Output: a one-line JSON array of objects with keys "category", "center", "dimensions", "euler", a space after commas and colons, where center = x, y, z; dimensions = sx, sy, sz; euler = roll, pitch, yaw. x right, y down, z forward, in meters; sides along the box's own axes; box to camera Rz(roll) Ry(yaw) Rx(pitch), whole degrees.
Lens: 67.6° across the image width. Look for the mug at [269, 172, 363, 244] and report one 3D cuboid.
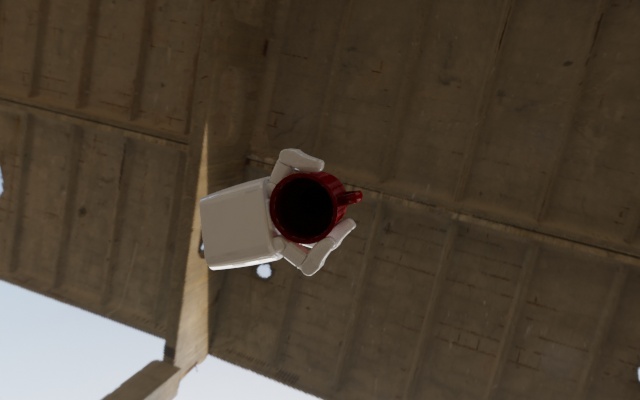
[{"category": "mug", "center": [0.001, 0.002, 0.642], "dimensions": [0.117, 0.093, 0.081], "euler": [-13, 5, 19]}]
